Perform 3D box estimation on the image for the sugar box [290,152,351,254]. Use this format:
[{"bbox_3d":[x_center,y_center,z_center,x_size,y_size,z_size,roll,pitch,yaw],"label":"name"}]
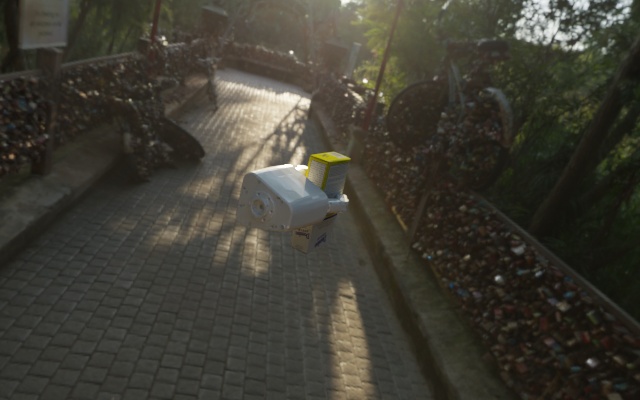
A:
[{"bbox_3d":[0.000,0.003,0.875,0.048,0.176,0.093,24,19,24],"label":"sugar box"}]
